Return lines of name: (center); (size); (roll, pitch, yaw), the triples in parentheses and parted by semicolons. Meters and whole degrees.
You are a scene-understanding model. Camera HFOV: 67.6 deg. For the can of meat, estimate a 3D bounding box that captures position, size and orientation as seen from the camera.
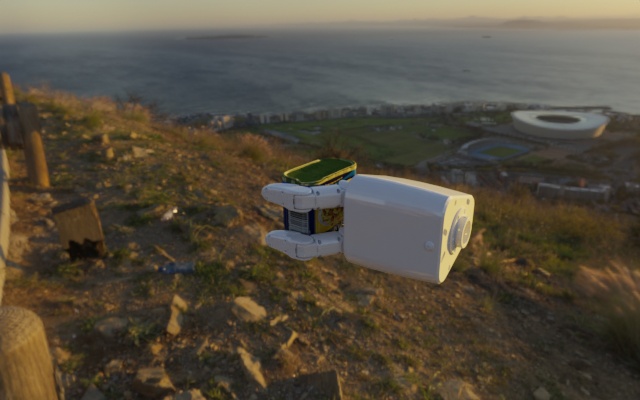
can of meat: (0.000, 0.001, 0.558); (0.057, 0.084, 0.102); (15, 26, 34)
